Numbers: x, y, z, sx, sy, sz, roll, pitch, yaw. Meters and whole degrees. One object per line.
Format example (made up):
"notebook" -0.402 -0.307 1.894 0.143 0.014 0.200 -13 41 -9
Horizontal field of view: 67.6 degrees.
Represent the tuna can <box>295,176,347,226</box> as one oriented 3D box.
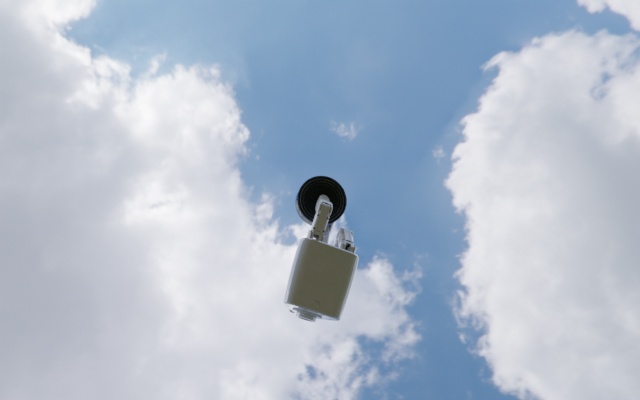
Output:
"tuna can" 0.000 0.003 0.827 0.086 0.086 0.034 0 -14 -12
